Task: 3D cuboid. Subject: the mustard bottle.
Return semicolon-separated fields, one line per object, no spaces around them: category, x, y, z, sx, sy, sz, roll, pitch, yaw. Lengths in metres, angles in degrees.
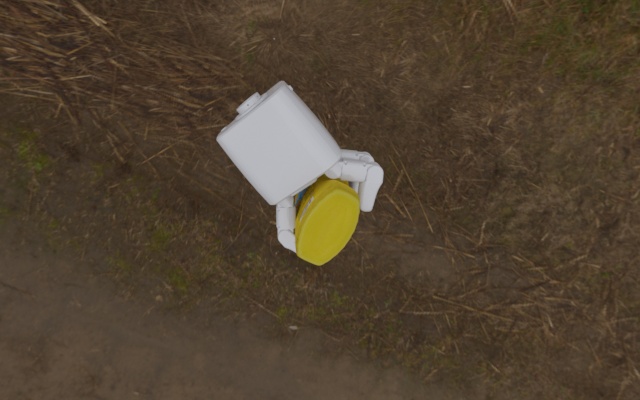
mustard bottle;0.000;0.002;0.619;0.058;0.096;0.191;25;14;-13
